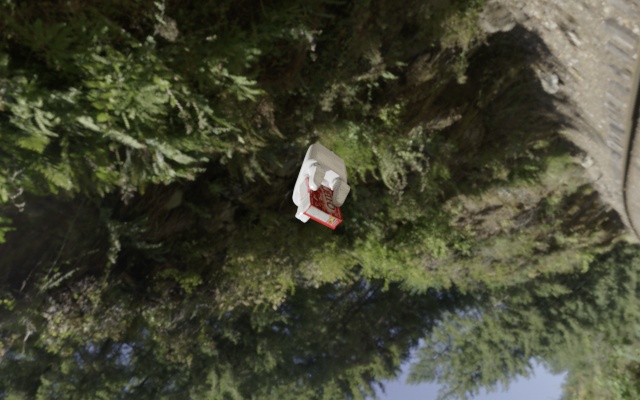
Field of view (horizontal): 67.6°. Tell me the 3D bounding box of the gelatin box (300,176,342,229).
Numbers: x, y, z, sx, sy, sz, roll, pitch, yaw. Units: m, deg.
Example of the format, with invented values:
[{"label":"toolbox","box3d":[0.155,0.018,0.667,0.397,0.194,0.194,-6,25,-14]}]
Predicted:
[{"label":"gelatin box","box3d":[0.000,0.003,0.895,0.073,0.030,0.089,27,31,-25]}]
